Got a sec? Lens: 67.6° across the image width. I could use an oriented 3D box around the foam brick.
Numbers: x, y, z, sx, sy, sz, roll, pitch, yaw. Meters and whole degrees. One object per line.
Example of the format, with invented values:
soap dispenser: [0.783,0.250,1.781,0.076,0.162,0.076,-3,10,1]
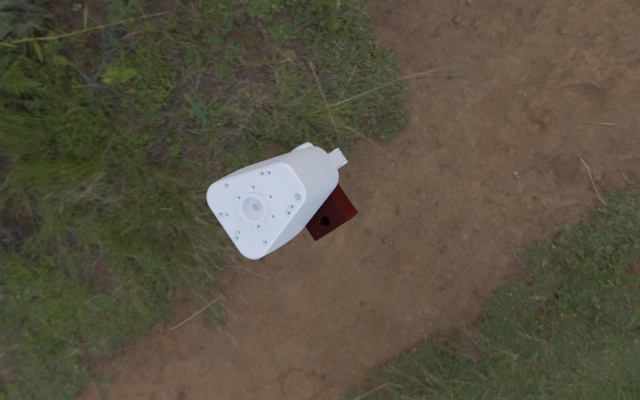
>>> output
foam brick: [0.000,0.002,0.603,0.053,0.078,0.051,-34,1,22]
